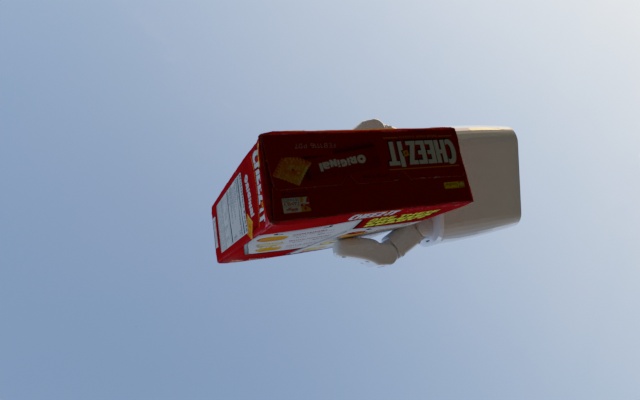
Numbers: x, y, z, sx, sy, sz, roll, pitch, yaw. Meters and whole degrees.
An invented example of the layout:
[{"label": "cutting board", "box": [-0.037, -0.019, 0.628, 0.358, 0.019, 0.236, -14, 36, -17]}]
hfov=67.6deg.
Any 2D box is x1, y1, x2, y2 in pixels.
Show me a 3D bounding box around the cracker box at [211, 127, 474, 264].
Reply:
[{"label": "cracker box", "box": [0.000, 0.002, 0.432, 0.164, 0.072, 0.214, -6, -12, -23]}]
